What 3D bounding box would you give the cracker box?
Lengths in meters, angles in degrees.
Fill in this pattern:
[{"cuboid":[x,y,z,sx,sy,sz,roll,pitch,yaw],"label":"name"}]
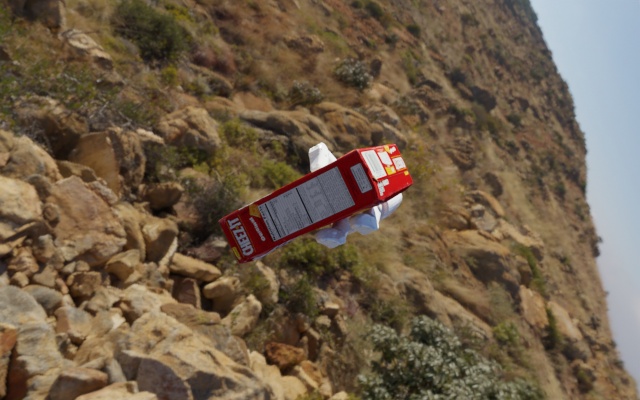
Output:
[{"cuboid":[0.000,0.002,0.638,0.214,0.072,0.164,-26,-2,25],"label":"cracker box"}]
